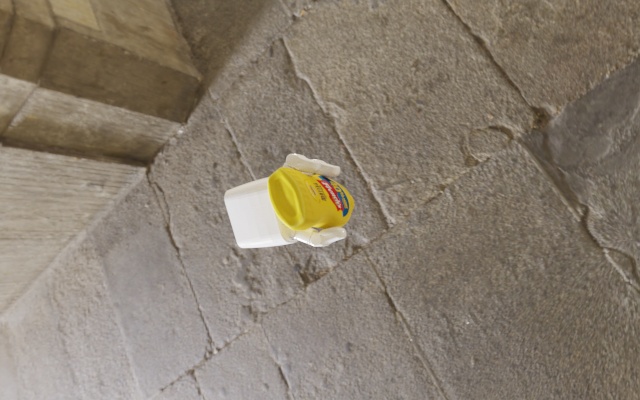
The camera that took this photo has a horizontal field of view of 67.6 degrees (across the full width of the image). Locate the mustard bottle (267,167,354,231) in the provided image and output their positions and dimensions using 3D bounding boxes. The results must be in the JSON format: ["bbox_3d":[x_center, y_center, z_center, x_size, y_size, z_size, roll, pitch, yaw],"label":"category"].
[{"bbox_3d":[0.000,0.002,0.772,0.058,0.096,0.191,-39,-23,25],"label":"mustard bottle"}]
